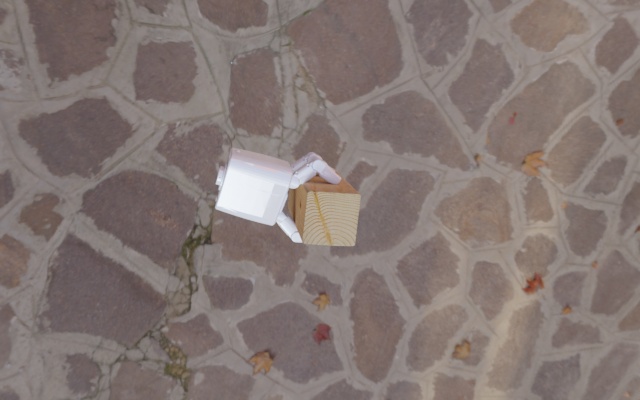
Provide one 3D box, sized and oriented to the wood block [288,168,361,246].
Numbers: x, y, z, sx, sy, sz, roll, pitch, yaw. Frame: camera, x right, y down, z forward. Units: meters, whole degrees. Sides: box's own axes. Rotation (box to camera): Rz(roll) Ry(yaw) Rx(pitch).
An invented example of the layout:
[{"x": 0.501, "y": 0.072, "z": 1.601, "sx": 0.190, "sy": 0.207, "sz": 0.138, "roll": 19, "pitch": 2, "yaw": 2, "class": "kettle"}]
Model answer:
[{"x": 0.000, "y": 0.003, "z": 0.860, "sx": 0.090, "sy": 0.091, "sz": 0.206, "roll": 3, "pitch": 15, "yaw": -11, "class": "wood block"}]
